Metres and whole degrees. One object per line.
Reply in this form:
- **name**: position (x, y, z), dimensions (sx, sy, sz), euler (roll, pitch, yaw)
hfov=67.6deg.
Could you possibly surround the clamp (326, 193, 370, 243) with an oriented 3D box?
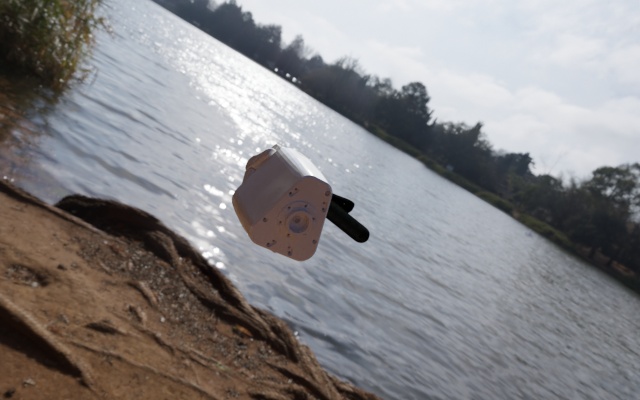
- **clamp**: position (0.000, 0.002, 0.704), dimensions (0.171, 0.039, 0.120), euler (26, 12, -28)
